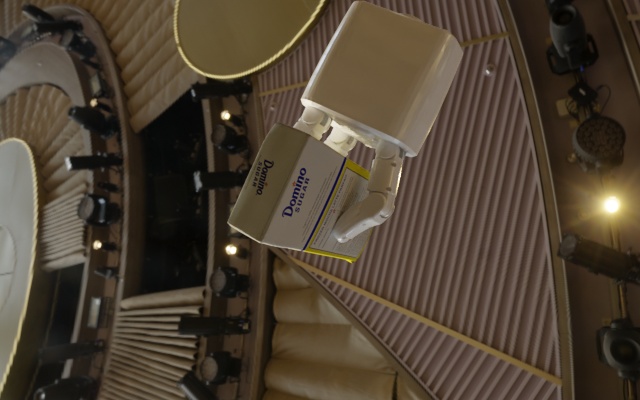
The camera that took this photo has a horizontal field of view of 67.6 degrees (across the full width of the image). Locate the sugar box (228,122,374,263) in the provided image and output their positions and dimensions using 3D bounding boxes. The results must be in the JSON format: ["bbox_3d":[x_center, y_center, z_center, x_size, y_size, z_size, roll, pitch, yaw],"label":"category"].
[{"bbox_3d":[0.000,0.001,0.441,0.048,0.093,0.176,26,1,33],"label":"sugar box"}]
